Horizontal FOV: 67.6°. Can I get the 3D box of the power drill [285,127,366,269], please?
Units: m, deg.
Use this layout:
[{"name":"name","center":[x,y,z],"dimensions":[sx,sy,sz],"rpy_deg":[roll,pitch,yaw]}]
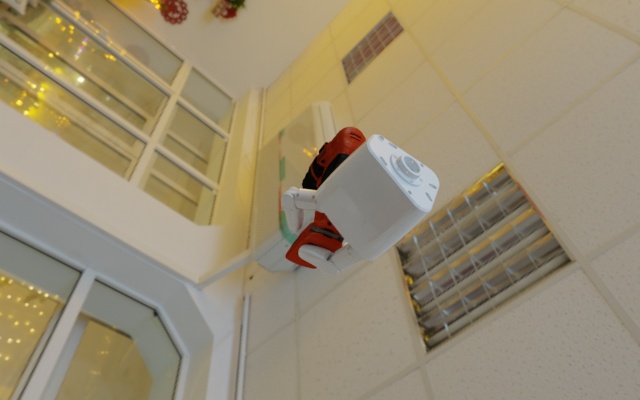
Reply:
[{"name":"power drill","center":[0.000,0.003,0.715],"dimensions":[0.057,0.187,0.184],"rpy_deg":[19,-30,-13]}]
